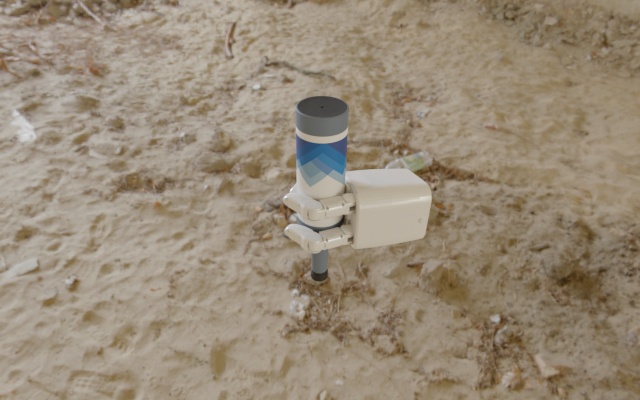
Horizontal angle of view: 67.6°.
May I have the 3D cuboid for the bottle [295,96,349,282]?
[{"bbox_3d":[0.000,0.002,0.678,0.069,0.296,0.069,1,37,0],"label":"bottle"}]
